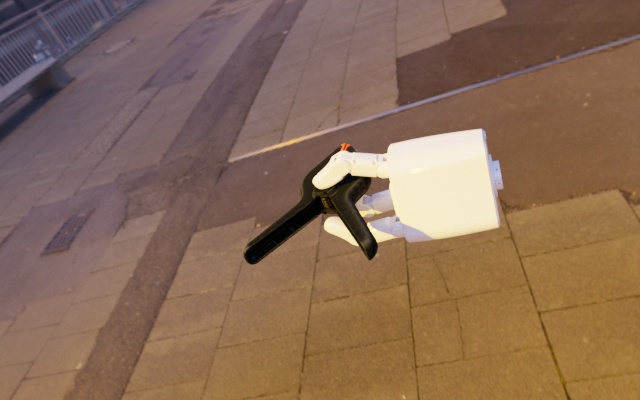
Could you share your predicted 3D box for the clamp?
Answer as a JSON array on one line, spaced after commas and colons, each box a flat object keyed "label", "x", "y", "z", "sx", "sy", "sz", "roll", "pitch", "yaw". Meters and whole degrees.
[{"label": "clamp", "x": 0.000, "y": 0.001, "z": 0.591, "sx": 0.164, "sy": 0.036, "sz": 0.209, "roll": -9, "pitch": 37, "yaw": 21}]
